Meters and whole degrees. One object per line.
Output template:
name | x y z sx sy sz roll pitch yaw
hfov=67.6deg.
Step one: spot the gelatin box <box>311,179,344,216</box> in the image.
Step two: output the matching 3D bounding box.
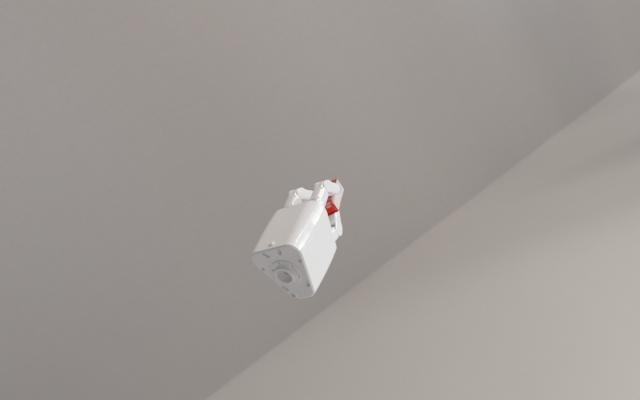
gelatin box | 0.000 0.003 0.867 0.073 0.030 0.089 -25 22 21
